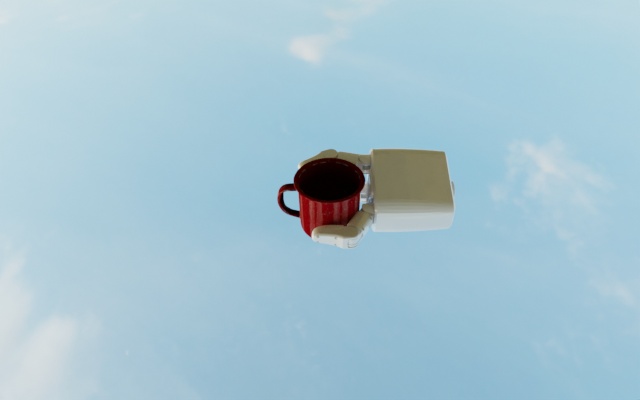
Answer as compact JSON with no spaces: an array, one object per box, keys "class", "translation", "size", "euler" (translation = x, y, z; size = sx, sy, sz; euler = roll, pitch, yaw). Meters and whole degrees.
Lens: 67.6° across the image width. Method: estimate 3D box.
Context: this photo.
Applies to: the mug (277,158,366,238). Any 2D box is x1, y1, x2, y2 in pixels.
[{"class":"mug","translation":[-0.001,0.002,0.643],"size":[0.117,0.082,0.093],"euler":[0,42,2]}]
